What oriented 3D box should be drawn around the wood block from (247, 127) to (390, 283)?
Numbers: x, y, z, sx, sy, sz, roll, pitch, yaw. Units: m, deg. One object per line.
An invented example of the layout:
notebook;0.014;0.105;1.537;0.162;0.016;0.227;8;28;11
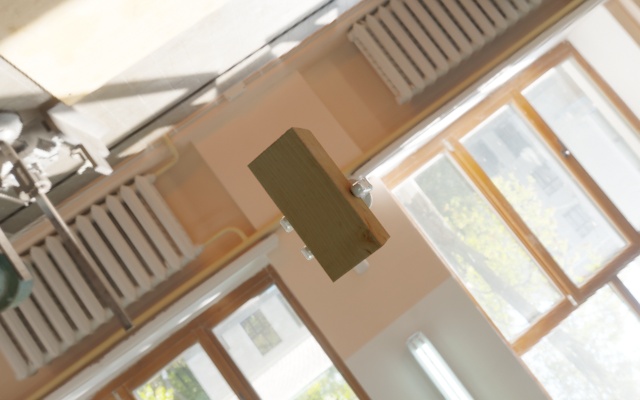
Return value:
wood block;0.001;0.002;0.700;0.091;0.206;0.090;-39;-6;16
